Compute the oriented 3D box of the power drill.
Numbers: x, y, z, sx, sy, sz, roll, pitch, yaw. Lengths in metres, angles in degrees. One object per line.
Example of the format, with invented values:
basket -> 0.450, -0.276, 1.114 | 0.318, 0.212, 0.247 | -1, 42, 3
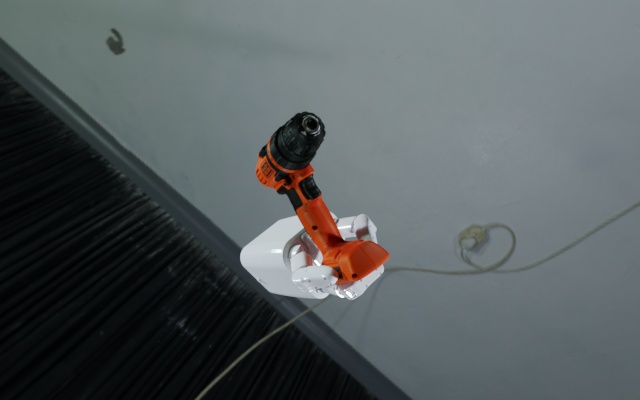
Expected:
power drill -> 0.000, 0.002, 0.545 | 0.057, 0.187, 0.184 | -31, 0, -20
